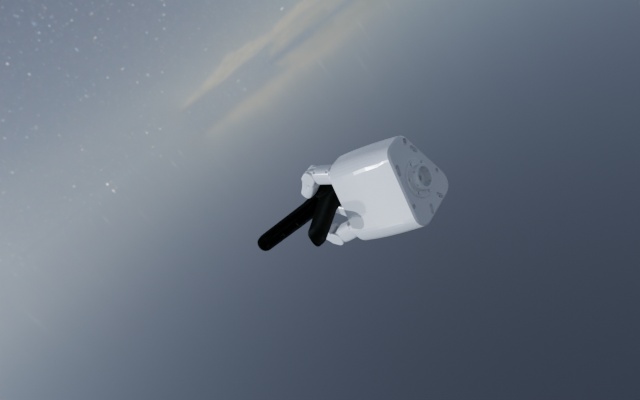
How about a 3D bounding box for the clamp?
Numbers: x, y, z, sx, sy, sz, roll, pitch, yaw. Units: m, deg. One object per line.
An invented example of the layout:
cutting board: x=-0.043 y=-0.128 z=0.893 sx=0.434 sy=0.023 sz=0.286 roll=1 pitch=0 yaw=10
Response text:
clamp: x=0.000 y=0.001 z=0.717 sx=0.164 sy=0.036 sz=0.210 roll=-17 pitch=27 yaw=50
